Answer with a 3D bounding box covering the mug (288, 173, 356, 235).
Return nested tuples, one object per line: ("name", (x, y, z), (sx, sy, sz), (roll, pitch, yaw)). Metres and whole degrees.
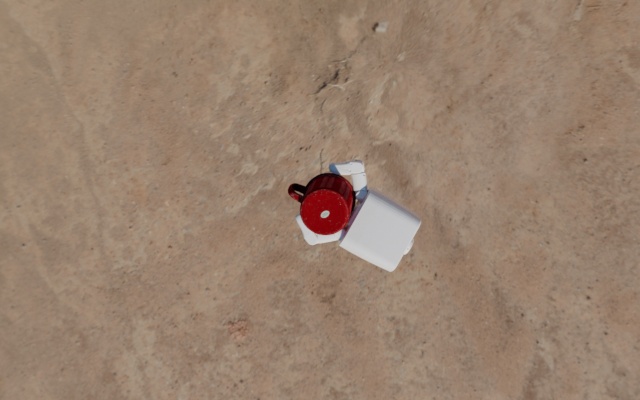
("mug", (-0.001, 0.002, 0.796), (0.117, 0.093, 0.081), (27, 18, -1))
